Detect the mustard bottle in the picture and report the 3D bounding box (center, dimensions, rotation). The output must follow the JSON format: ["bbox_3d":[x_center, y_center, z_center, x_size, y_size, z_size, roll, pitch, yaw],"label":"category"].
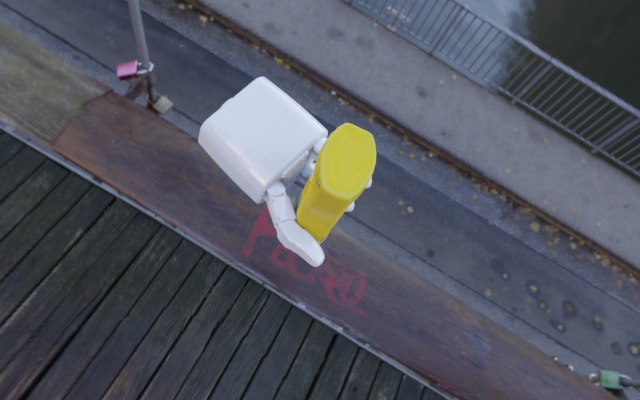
[{"bbox_3d":[0.000,0.002,0.554,0.058,0.096,0.192,23,-33,-7],"label":"mustard bottle"}]
